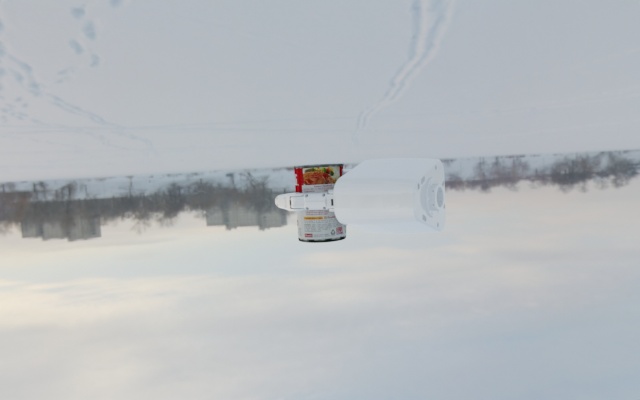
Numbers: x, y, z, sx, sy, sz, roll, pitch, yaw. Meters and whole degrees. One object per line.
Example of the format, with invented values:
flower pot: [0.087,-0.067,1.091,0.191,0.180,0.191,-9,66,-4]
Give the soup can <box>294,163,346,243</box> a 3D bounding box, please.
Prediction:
soup can: [0.000,0.002,0.649,0.068,0.102,0.068,-3,4,0]
